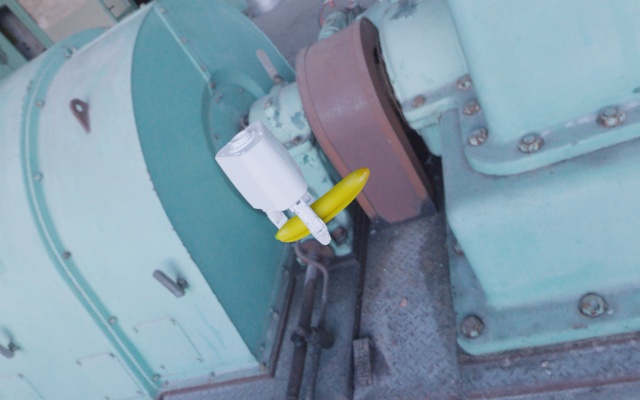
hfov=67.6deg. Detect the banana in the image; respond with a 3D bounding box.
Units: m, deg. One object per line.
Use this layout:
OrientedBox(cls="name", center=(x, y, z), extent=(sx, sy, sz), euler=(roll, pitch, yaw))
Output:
OrientedBox(cls="banana", center=(-0.001, 0.012, 0.771), extent=(0.198, 0.037, 0.069), euler=(-35, 24, 10))
